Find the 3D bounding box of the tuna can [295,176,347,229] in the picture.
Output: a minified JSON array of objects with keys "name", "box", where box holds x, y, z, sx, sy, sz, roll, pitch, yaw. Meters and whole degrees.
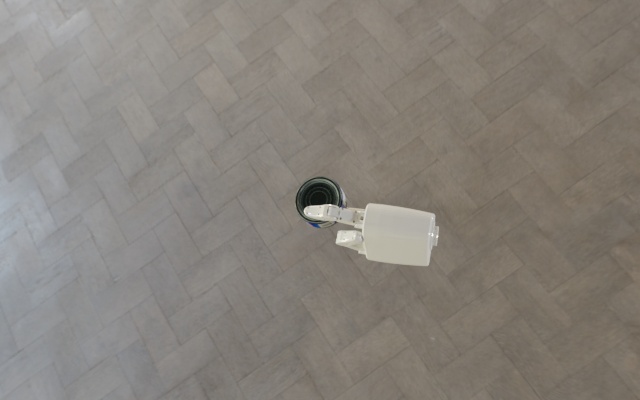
[{"name":"tuna can","box":[0.000,0.003,0.816,0.086,0.086,0.034,0,-16,17]}]
